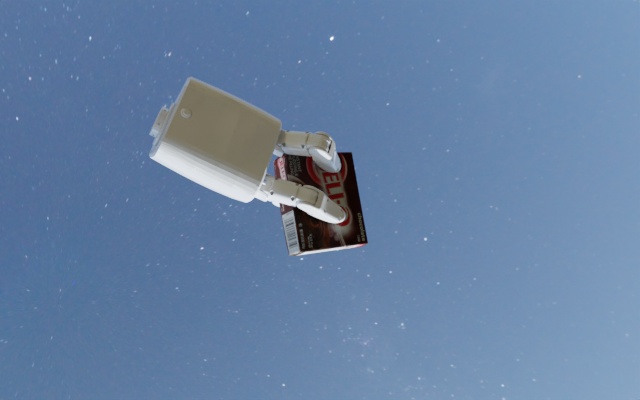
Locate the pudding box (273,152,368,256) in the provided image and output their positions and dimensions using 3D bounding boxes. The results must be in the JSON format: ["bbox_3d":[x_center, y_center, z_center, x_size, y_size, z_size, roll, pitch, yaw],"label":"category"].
[{"bbox_3d":[0.000,0.002,0.542,0.090,0.113,0.039,-5,-8,-30],"label":"pudding box"}]
